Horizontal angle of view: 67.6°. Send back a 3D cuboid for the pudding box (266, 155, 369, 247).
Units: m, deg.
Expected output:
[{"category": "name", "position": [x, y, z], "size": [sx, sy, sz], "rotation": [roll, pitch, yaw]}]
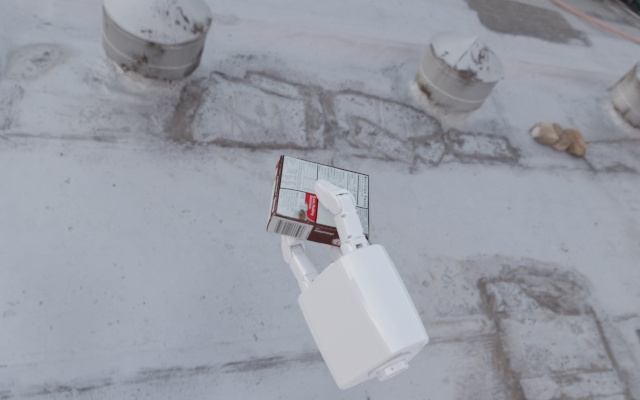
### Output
[{"category": "pudding box", "position": [0.000, 0.002, 0.550], "size": [0.113, 0.090, 0.039], "rotation": [14, -39, -13]}]
